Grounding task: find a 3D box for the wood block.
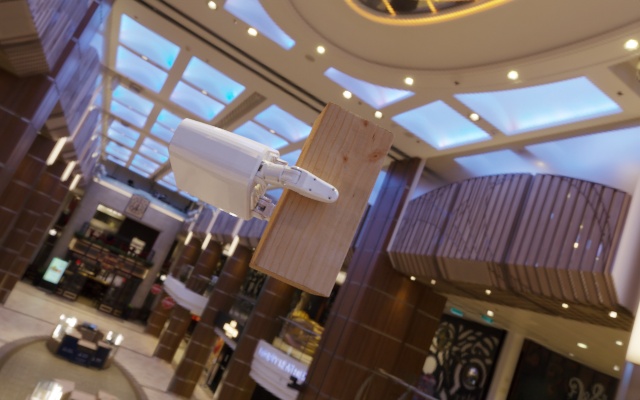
[{"bbox_3d":[0.000,0.002,0.575,0.090,0.206,0.091,25,-13,-9],"label":"wood block"}]
